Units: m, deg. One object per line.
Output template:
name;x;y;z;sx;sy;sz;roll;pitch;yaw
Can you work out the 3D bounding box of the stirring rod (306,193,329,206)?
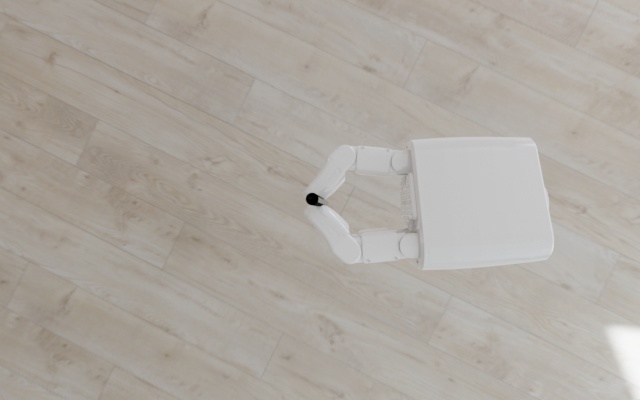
stirring rod;0.000;0.001;0.413;0.011;0.011;0.239;0;-1;2
